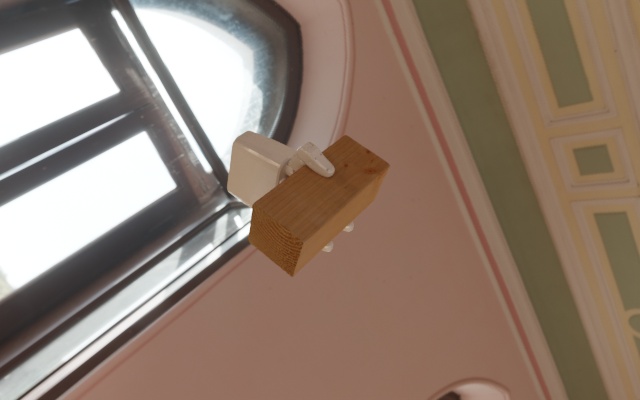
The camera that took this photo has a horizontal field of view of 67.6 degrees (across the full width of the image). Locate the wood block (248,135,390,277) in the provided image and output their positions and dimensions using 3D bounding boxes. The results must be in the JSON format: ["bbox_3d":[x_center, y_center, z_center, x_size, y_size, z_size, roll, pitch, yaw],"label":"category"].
[{"bbox_3d":[0.000,0.002,0.702,0.090,0.091,0.206,37,52,17],"label":"wood block"}]
